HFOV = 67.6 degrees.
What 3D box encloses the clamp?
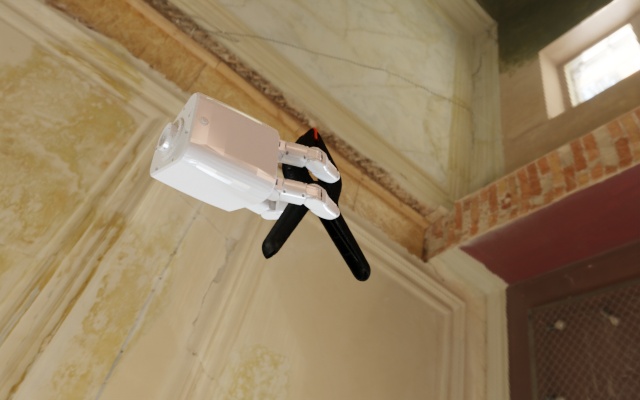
[{"bbox_3d":[-0.001,0.002,0.616,0.164,0.209,0.036,27,-42,-35],"label":"clamp"}]
